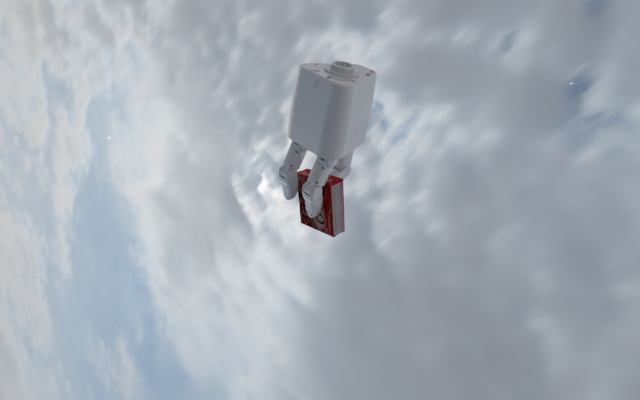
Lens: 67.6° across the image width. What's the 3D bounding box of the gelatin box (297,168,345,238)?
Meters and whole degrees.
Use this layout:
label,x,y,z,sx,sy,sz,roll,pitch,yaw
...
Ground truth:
label,x,y,z,sx,sy,sz,roll,pitch,yaw
gelatin box,0.000,0.003,0.721,0.073,0.089,0.030,21,34,41
